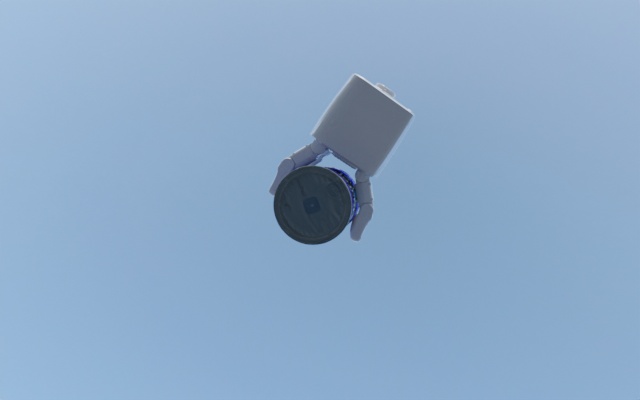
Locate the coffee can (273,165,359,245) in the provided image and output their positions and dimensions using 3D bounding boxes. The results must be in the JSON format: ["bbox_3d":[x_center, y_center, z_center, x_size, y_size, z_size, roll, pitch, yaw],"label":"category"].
[{"bbox_3d":[0.000,0.002,0.679,0.103,0.103,0.140,0,3,9],"label":"coffee can"}]
